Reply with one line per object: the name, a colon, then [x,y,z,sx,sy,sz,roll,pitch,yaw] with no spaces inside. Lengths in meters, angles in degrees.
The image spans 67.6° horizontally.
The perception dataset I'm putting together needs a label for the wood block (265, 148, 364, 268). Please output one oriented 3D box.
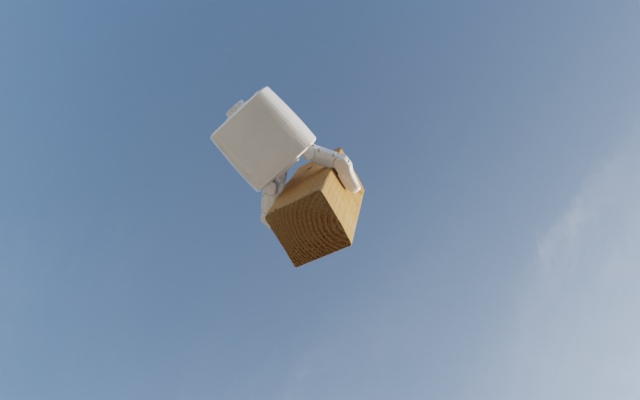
wood block: [0.000,0.002,0.725,0.091,0.090,0.206,-25,15,19]
